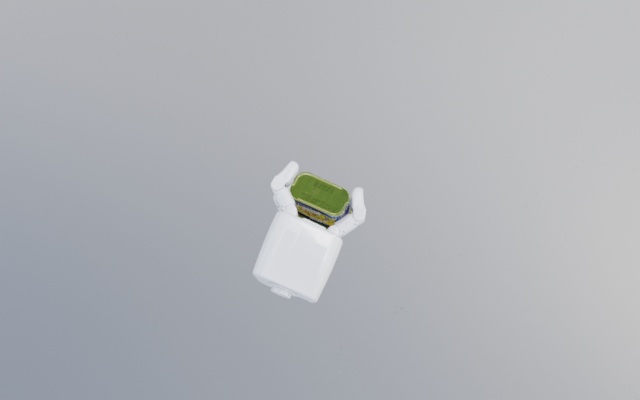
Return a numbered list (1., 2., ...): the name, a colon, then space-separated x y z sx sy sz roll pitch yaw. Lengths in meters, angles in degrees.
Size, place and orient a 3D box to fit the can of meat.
1. can of meat: 0.000 0.002 0.793 0.102 0.057 0.084 24 -16 10
